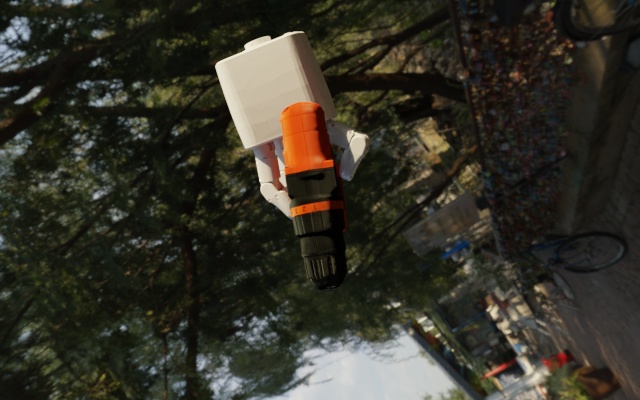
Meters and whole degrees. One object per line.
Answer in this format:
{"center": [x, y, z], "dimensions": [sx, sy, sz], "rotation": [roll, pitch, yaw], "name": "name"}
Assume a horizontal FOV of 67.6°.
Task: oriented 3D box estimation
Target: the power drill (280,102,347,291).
{"center": [0.000, 0.002, 0.531], "dimensions": [0.057, 0.184, 0.187], "rotation": [-8, -6, 2], "name": "power drill"}
